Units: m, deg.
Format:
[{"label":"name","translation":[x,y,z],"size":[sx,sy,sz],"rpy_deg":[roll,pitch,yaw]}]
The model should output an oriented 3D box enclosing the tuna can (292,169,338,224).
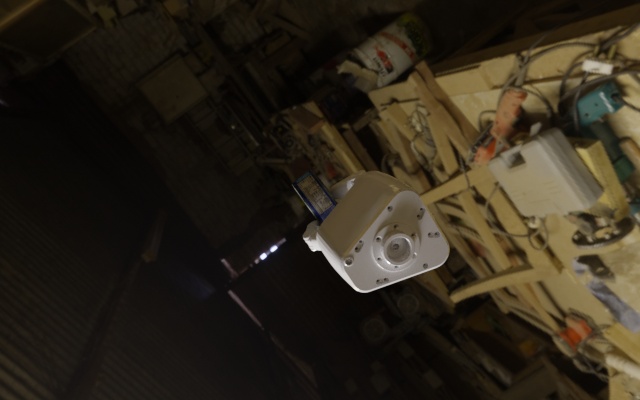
[{"label":"tuna can","translation":[0.000,0.002,0.630],"size":[0.034,0.086,0.086],"rpy_deg":[-37,0,0]}]
